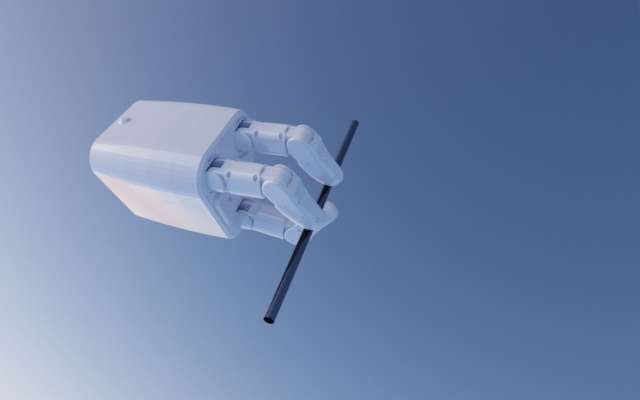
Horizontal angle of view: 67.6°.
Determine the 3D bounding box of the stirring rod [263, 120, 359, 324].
[{"bbox_3d":[0.000,0.001,0.407,0.011,0.011,0.239,0,42,23],"label":"stirring rod"}]
